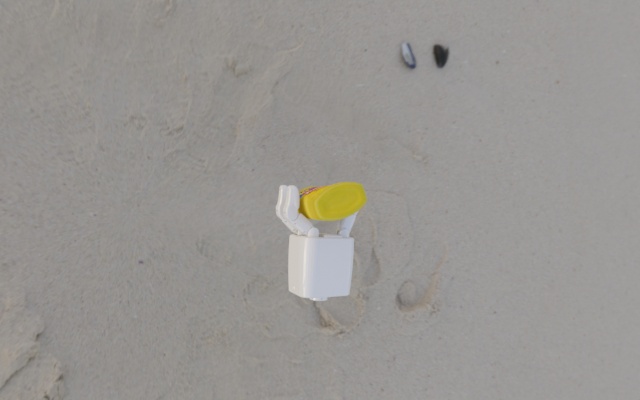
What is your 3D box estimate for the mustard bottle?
[{"bbox_3d":[0.000,0.002,0.855,0.096,0.058,0.191,-22,7,-20],"label":"mustard bottle"}]
